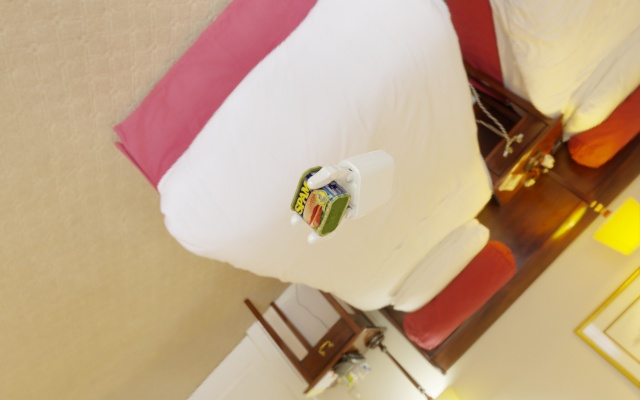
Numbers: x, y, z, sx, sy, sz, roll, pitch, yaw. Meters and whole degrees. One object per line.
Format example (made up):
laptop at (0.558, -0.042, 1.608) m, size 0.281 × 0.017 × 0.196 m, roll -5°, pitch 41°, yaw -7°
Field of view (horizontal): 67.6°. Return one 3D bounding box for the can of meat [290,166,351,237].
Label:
can of meat at (0.000, 0.003, 0.870) m, size 0.057 × 0.102 × 0.084 m, roll -18°, pitch 52°, yaw -42°
